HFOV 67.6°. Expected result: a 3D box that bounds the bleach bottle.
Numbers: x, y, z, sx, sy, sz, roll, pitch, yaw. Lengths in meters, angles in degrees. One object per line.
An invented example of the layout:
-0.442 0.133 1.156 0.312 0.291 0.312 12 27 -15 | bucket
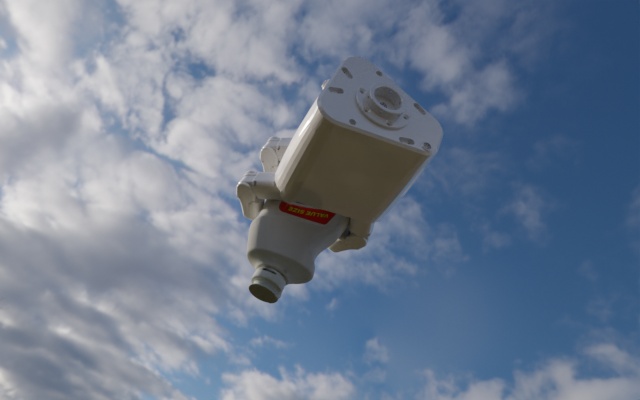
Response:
0.000 0.002 0.506 0.102 0.250 0.068 30 -39 -4 | bleach bottle
